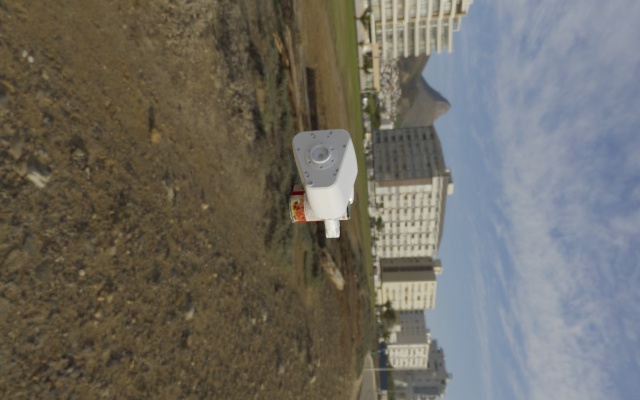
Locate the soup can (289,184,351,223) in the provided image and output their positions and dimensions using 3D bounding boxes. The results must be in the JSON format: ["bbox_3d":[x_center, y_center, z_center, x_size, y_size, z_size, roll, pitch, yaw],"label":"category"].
[{"bbox_3d":[0.000,0.003,0.847,0.102,0.068,0.068,-3,0,7],"label":"soup can"}]
